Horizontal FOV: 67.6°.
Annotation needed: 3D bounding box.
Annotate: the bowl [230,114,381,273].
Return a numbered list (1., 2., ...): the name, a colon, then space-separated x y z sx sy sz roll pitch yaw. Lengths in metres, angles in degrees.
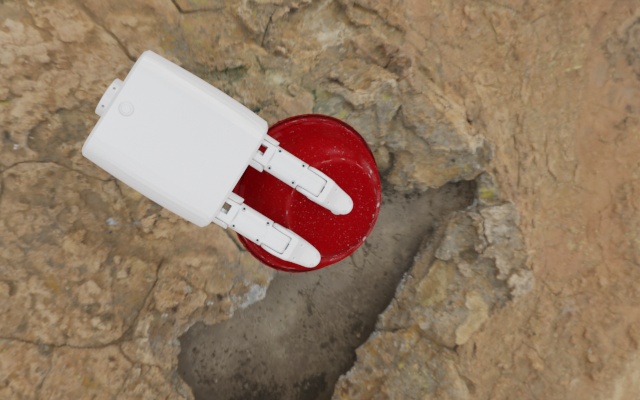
1. bowl: 0.001 0.002 0.451 0.162 0.162 0.055 0 14 -27
